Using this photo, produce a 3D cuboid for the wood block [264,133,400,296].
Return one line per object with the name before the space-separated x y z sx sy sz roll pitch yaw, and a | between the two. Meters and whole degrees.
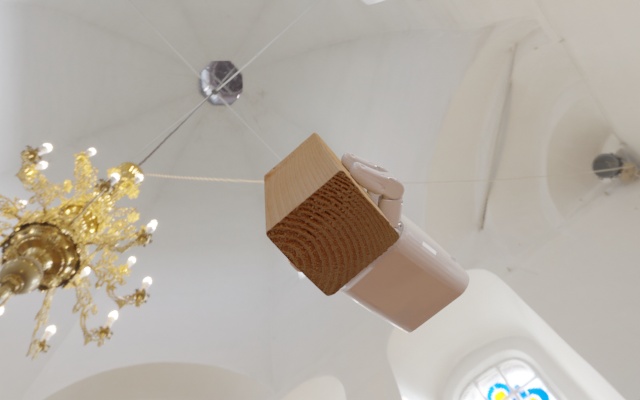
wood block | 0.000 0.002 0.522 0.091 0.090 0.206 -41 17 6
